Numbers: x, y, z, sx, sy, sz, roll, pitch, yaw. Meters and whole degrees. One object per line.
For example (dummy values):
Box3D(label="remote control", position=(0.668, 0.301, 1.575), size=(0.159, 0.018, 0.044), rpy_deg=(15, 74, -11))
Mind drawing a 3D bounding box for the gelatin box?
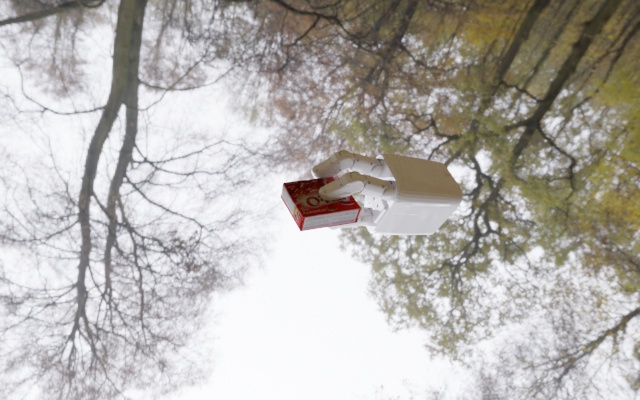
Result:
Box3D(label="gelatin box", position=(0.000, 0.003, 0.649), size=(0.089, 0.030, 0.073), rpy_deg=(-8, 43, -25))
